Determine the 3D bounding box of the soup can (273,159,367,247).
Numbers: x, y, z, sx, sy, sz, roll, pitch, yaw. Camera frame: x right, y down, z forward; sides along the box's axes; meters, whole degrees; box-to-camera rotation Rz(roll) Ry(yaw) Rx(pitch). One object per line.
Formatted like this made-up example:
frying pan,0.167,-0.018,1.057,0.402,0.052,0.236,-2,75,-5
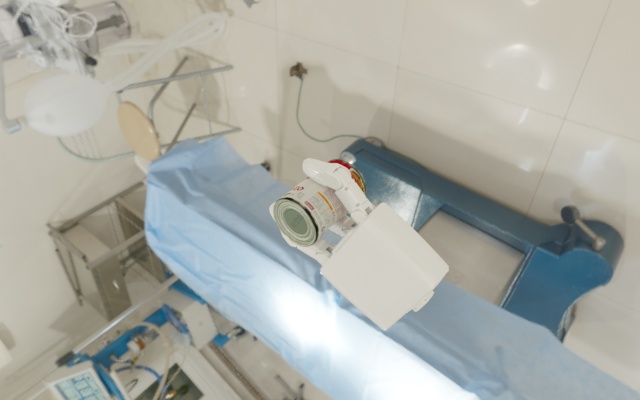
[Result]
soup can,0.000,0.002,0.580,0.068,0.068,0.102,0,30,44
